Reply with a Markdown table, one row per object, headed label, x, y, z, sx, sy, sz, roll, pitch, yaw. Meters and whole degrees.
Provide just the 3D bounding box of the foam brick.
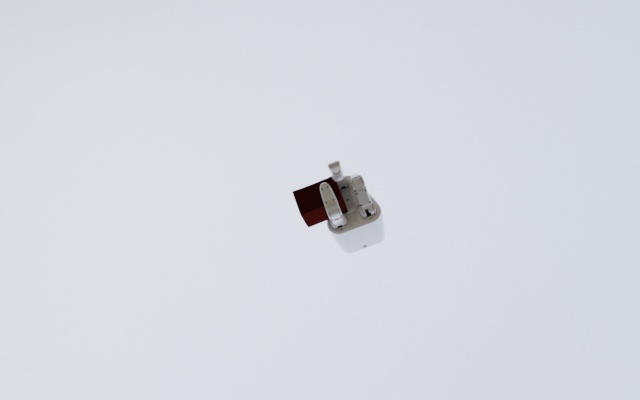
| label | x | y | z | sx | sy | sz | roll | pitch | yaw |
| --- | --- | --- | --- | --- | --- | --- | --- | --- | --- |
| foam brick | 0.000 | 0.003 | 0.828 | 0.078 | 0.053 | 0.051 | -21 | -31 | 3 |
